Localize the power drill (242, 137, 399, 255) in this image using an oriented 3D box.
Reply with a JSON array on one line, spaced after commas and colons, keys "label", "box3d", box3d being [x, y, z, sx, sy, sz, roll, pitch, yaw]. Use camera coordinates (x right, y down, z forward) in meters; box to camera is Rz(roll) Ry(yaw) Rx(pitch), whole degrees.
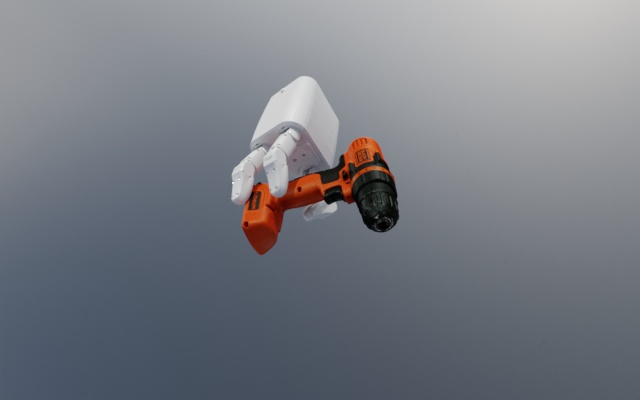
[{"label": "power drill", "box3d": [0.000, 0.002, 0.585, 0.187, 0.057, 0.184, -19, 29, 10]}]
